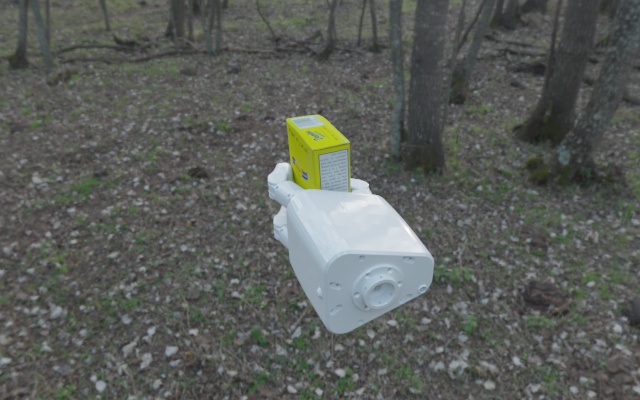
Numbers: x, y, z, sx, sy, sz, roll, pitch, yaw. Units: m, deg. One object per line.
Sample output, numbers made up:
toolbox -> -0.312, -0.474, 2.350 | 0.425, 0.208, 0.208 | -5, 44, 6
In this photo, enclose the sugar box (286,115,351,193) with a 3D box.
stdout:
sugar box -> 0.000, 0.002, 0.535 | 0.048, 0.176, 0.093 | -11, 31, -16
